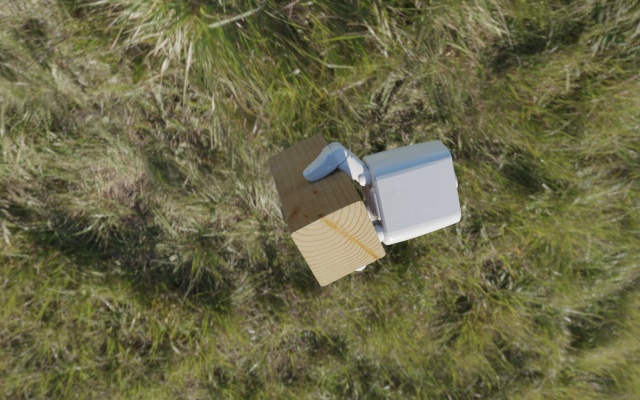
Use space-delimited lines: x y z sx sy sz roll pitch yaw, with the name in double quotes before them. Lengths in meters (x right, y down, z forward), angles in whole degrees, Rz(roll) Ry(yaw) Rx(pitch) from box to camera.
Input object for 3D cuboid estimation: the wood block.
"wood block" 0.000 0.002 0.635 0.090 0.091 0.206 -26 31 1
